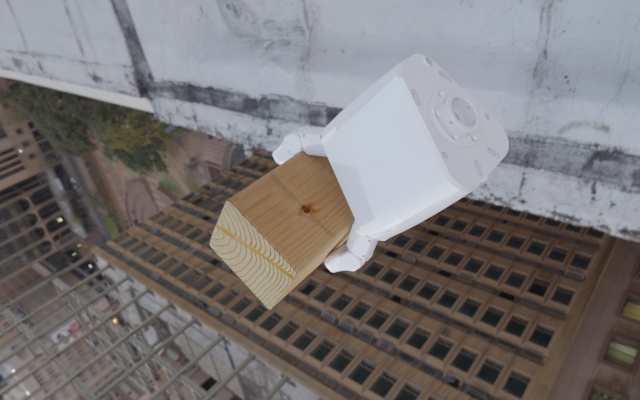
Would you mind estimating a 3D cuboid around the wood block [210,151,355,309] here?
[{"bbox_3d":[0.000,0.001,0.492,0.206,0.091,0.090,-38,-11,-38],"label":"wood block"}]
